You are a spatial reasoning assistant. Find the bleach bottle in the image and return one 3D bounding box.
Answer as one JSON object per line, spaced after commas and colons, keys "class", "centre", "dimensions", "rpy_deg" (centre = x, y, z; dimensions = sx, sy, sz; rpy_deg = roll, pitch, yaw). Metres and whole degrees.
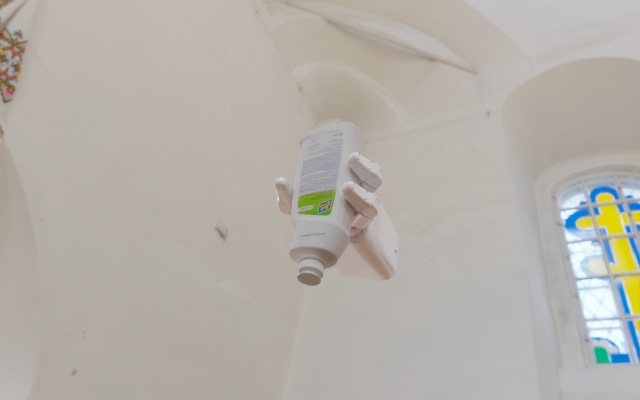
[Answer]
{"class": "bleach bottle", "centre": [0.000, 0.002, 0.647], "dimensions": [0.102, 0.250, 0.068], "rpy_deg": [-14, -47, 28]}
